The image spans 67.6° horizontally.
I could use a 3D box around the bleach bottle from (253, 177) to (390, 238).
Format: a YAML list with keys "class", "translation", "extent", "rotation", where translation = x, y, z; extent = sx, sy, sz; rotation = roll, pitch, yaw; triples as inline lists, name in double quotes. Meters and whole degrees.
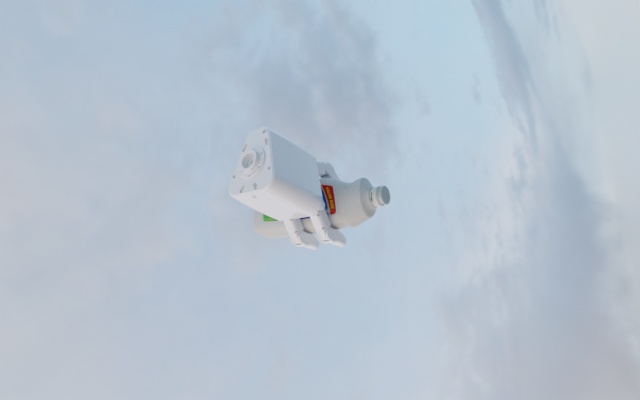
- class: "bleach bottle"
  translation: [0.000, 0.003, 0.792]
  extent: [0.251, 0.102, 0.068]
  rotation: [-11, -27, 37]
